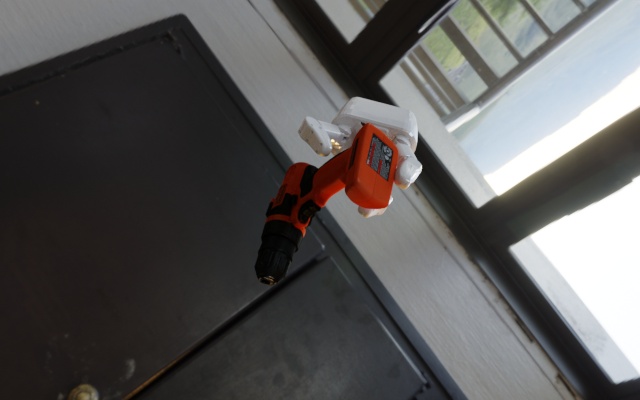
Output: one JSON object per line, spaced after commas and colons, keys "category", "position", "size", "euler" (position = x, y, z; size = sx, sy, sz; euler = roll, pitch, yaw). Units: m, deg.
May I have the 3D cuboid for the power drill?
{"category": "power drill", "position": [0.000, 0.002, 0.568], "size": [0.057, 0.184, 0.188], "euler": [36, -42, -26]}
